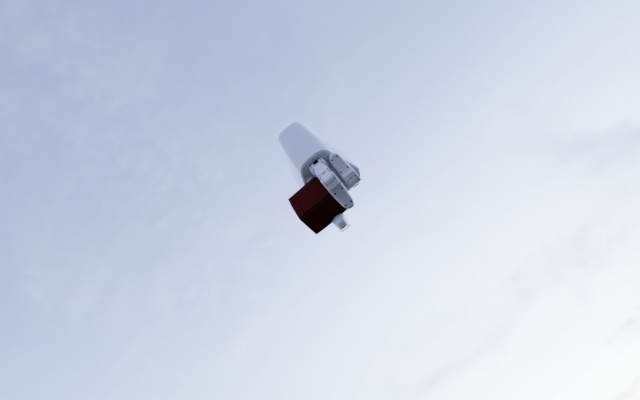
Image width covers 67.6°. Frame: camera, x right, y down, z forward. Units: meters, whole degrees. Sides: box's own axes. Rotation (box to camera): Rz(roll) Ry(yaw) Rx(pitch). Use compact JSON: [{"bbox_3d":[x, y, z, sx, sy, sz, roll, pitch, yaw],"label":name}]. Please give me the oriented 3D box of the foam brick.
[{"bbox_3d":[0.000,0.003,0.734,0.053,0.078,0.051,48,3,-46],"label":"foam brick"}]
